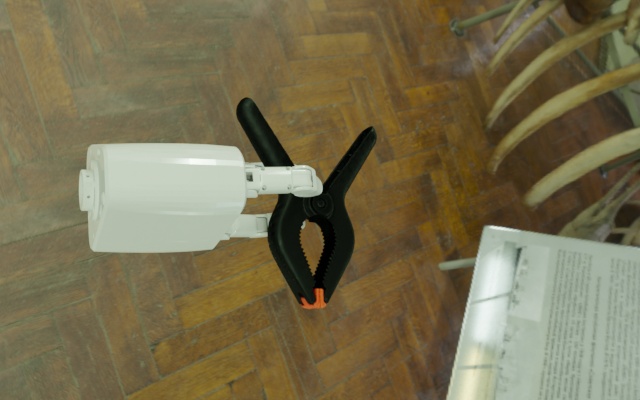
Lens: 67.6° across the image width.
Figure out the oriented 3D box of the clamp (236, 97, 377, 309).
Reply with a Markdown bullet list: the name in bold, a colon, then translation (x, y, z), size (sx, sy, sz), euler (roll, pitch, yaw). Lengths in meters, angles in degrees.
- **clamp**: translation (0.000, 0.002, 0.489), size (0.164, 0.210, 0.036), euler (-1, -12, -31)
